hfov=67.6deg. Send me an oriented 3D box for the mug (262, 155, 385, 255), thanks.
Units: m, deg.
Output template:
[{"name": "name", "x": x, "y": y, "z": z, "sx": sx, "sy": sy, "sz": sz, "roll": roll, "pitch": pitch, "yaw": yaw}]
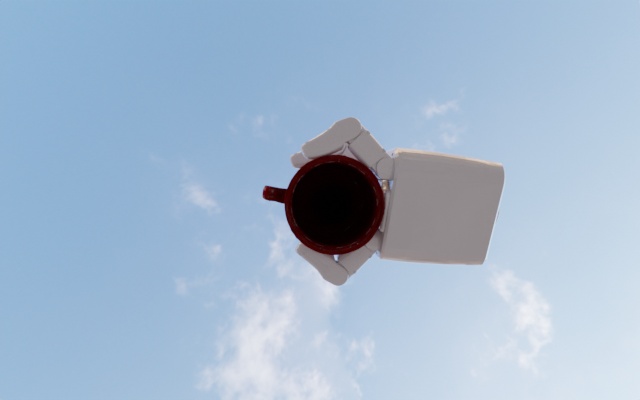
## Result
[{"name": "mug", "x": -0.001, "y": 0.001, "z": 0.480, "sx": 0.117, "sy": 0.093, "sz": 0.081, "roll": 7, "pitch": 2, "yaw": -2}]
